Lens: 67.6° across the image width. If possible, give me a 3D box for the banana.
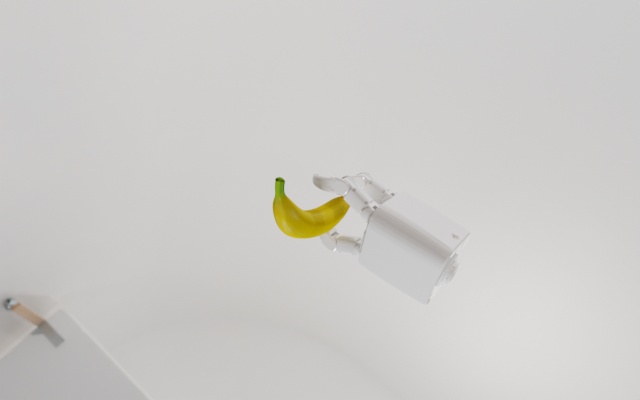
[{"bbox_3d":[-0.010,0.018,0.626,0.037,0.069,0.198,31,8,25],"label":"banana"}]
